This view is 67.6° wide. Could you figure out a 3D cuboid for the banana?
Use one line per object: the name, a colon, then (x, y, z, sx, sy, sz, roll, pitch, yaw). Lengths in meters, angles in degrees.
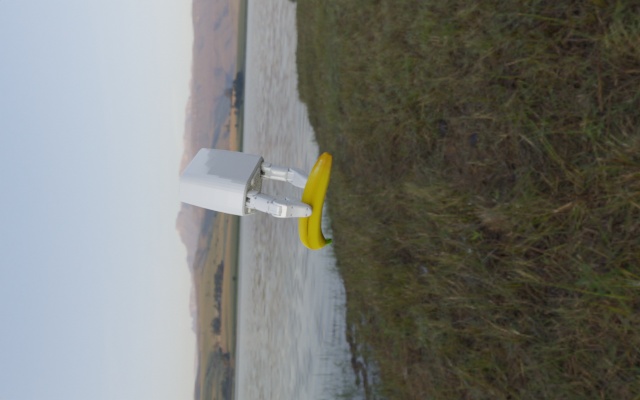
banana: (-0.008, 0.016, 0.761, 0.037, 0.198, 0.069, 20, 45, 19)
